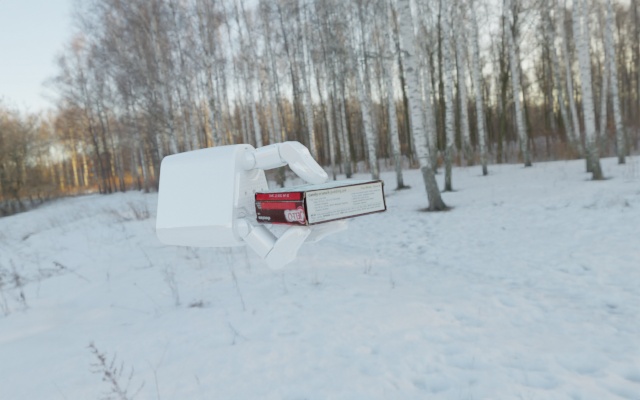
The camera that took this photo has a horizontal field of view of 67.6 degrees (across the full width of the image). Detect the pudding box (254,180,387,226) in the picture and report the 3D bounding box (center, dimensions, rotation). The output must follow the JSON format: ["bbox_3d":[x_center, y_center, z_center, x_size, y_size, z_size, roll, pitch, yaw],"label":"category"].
[{"bbox_3d":[0.000,0.001,0.509,0.113,0.039,0.090,-11,8,-39],"label":"pudding box"}]
